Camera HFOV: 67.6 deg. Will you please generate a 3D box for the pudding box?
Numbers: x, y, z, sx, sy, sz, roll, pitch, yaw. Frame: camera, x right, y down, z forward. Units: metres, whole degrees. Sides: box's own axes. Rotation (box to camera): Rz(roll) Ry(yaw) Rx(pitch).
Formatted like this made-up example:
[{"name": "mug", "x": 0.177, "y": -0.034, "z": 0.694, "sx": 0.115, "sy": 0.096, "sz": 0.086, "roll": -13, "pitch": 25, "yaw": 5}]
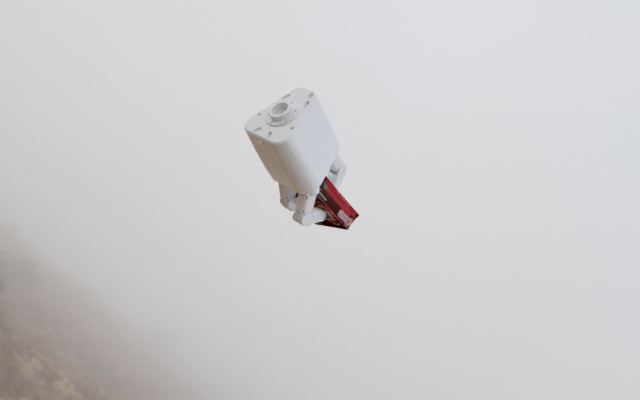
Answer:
[{"name": "pudding box", "x": 0.000, "y": 0.002, "z": 0.785, "sx": 0.039, "sy": 0.090, "sz": 0.113, "roll": -47, "pitch": 21, "yaw": -16}]
